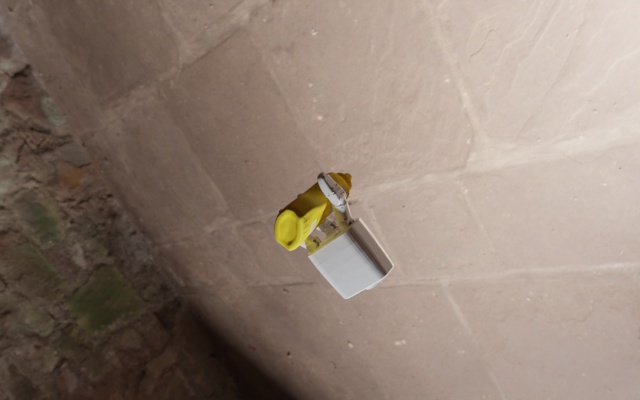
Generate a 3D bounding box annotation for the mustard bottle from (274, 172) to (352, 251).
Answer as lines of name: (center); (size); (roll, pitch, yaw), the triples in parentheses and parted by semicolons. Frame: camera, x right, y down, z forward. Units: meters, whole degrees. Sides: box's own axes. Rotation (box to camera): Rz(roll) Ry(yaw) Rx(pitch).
mustard bottle: (0.000, 0.003, 0.842); (0.058, 0.096, 0.191); (35, 47, 16)
